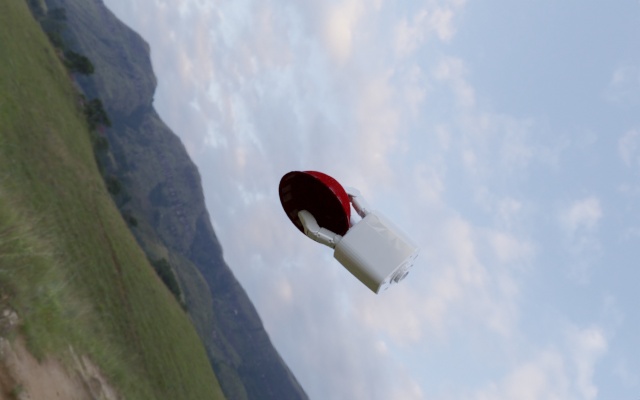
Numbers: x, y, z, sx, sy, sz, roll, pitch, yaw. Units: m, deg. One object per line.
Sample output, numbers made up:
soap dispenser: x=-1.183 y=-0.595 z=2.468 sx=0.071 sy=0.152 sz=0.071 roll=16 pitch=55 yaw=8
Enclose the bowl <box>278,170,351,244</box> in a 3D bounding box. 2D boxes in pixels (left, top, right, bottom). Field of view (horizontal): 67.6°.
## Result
bowl: x=-0.001 y=0.002 z=0.879 sx=0.162 sy=0.162 sz=0.055 roll=0 pitch=33 yaw=45
